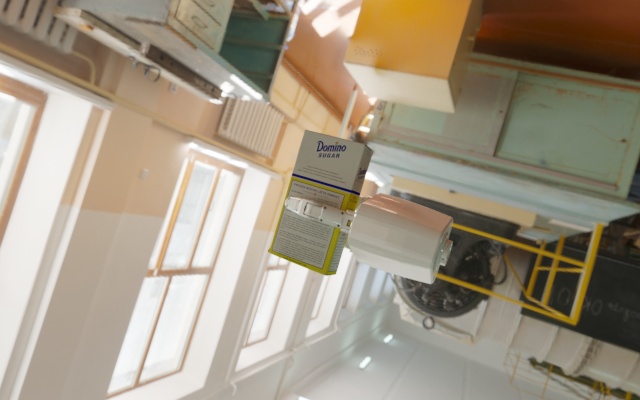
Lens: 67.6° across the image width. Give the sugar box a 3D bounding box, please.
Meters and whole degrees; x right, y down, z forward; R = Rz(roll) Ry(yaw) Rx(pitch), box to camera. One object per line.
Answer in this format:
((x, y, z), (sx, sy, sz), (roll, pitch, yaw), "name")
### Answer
((0.000, 0.002, 0.640), (0.093, 0.176, 0.048), (18, -1, 23), "sugar box")
